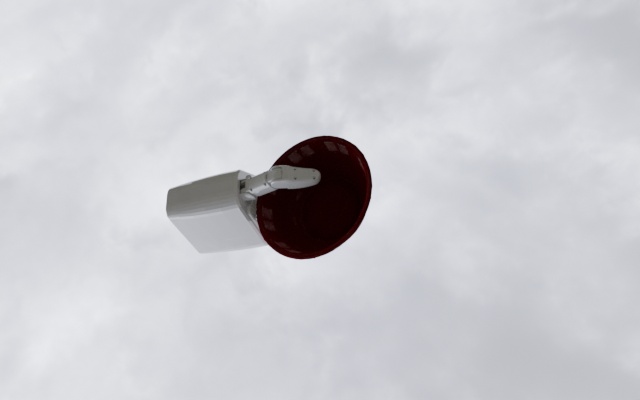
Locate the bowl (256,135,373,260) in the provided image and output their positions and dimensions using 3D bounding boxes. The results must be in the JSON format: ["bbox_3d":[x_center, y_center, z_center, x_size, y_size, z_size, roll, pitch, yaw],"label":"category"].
[{"bbox_3d":[0.001,0.002,0.600,0.162,0.162,0.055,0,-21,31],"label":"bowl"}]
